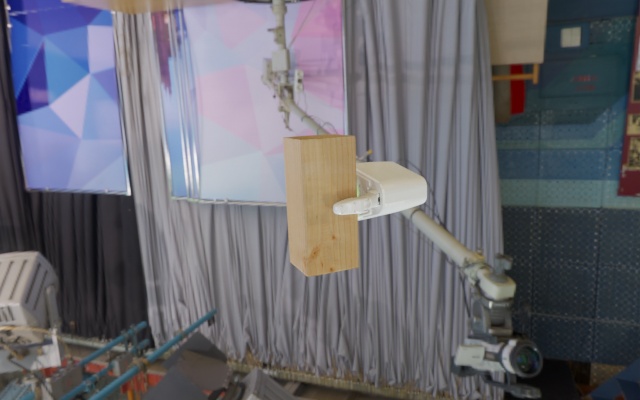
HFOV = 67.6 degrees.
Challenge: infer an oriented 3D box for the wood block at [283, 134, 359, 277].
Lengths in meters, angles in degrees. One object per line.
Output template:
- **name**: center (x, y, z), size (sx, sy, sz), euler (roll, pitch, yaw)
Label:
- **wood block**: center (0.001, 0.003, 0.751), size (0.090, 0.206, 0.091), euler (-7, 11, -21)
